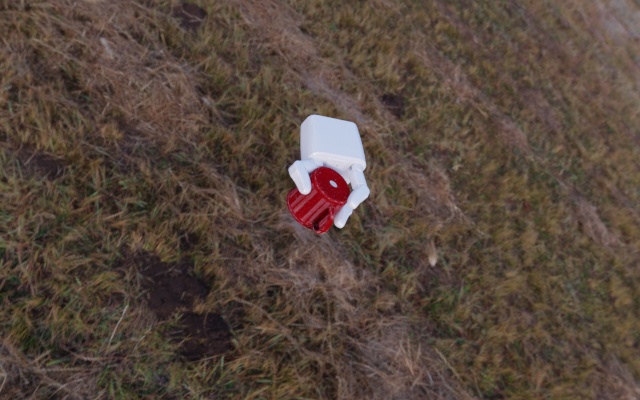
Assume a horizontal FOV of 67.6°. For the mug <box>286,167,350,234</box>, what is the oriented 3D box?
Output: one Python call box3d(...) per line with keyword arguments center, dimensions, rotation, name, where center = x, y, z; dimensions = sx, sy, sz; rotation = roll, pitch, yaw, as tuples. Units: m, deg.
box3d(center=(0.000, 0.004, 0.844), dimensions=(0.093, 0.117, 0.081), rotation=(19, -44, -30), name="mug")
